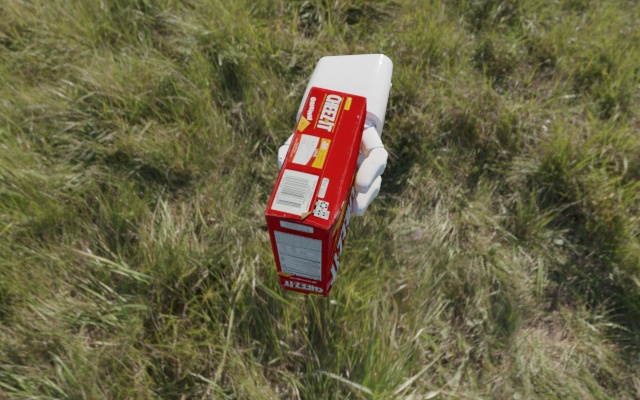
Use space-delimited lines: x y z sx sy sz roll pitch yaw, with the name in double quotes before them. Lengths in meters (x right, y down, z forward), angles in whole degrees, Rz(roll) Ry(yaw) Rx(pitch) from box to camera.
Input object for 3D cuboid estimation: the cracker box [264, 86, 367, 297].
"cracker box" 0.000 0.002 0.562 0.072 0.164 0.214 13 -28 7
